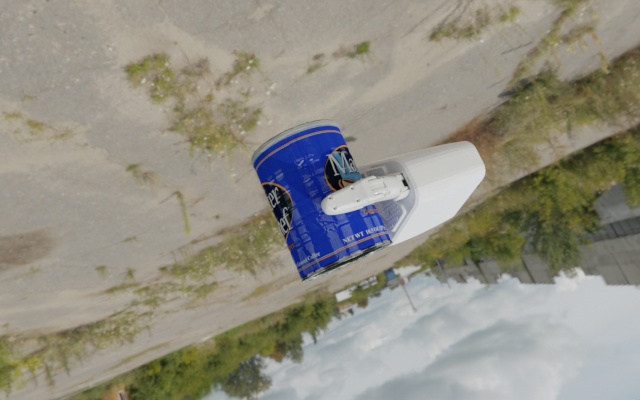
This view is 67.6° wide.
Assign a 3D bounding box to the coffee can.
[{"bbox_3d":[0.000,0.002,0.502,0.103,0.140,0.103,-23,-11,-5],"label":"coffee can"}]
